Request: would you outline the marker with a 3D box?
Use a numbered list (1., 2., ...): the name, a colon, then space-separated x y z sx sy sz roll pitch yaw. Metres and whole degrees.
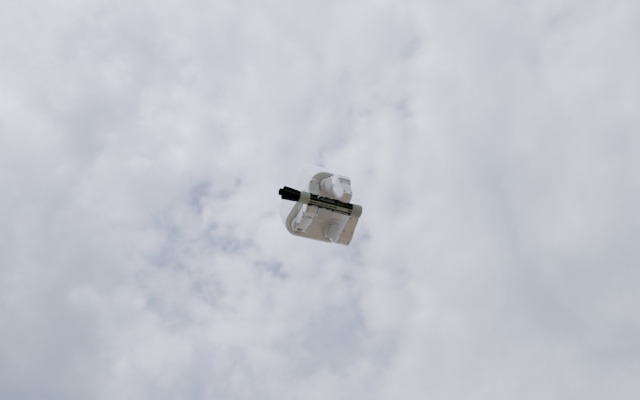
1. marker: 0.000 0.002 0.659 0.121 0.020 0.020 14 -4 -17
